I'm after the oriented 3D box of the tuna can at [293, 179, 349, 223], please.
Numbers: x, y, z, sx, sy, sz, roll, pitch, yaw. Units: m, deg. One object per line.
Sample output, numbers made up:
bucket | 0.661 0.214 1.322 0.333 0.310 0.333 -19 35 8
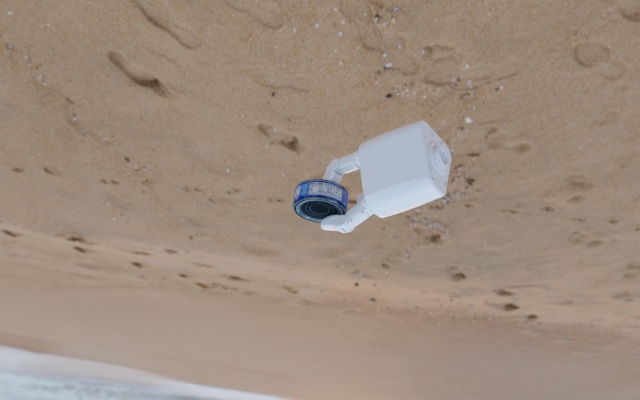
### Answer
tuna can | 0.000 0.003 0.749 0.086 0.033 0.086 5 -29 3
